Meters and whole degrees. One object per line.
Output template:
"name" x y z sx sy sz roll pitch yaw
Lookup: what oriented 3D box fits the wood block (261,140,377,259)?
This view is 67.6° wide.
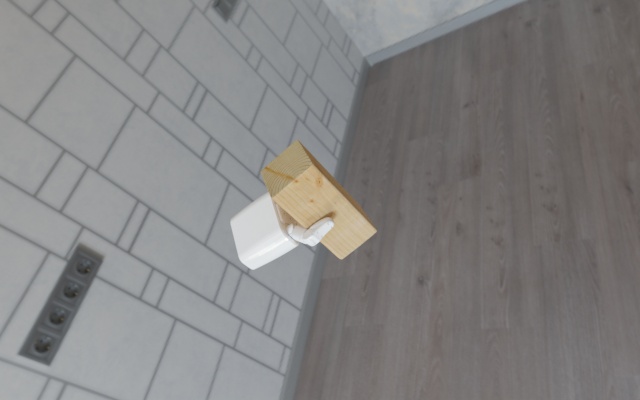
"wood block" 0.000 0.003 0.854 0.206 0.090 0.090 44 11 -37
